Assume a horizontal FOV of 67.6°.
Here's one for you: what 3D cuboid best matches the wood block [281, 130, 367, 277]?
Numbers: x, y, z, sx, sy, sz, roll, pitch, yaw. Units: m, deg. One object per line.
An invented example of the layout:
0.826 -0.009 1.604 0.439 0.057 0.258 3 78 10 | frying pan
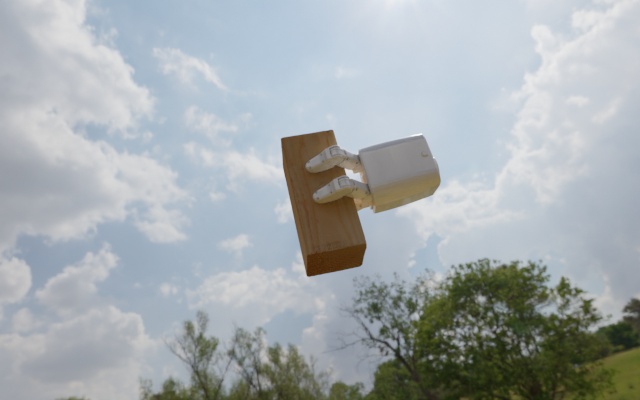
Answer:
0.000 0.002 0.752 0.090 0.206 0.091 -11 -29 -6 | wood block
